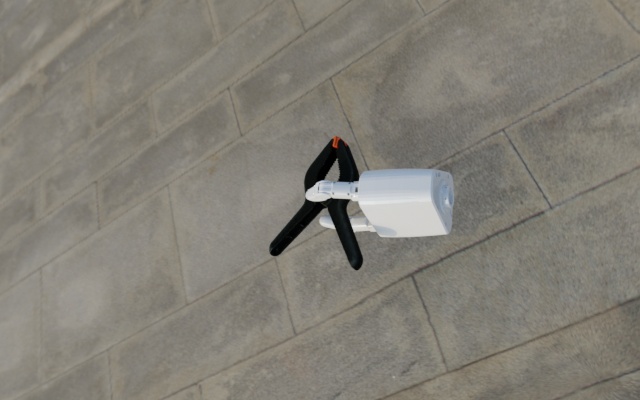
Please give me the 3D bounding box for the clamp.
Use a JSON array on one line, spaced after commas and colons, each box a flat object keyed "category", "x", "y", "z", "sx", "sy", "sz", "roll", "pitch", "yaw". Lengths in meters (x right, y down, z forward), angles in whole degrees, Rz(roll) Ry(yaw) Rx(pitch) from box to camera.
[{"category": "clamp", "x": 0.000, "y": 0.002, "z": 0.744, "sx": 0.164, "sy": 0.210, "sz": 0.036, "roll": -2, "pitch": -19, "yaw": 30}]
